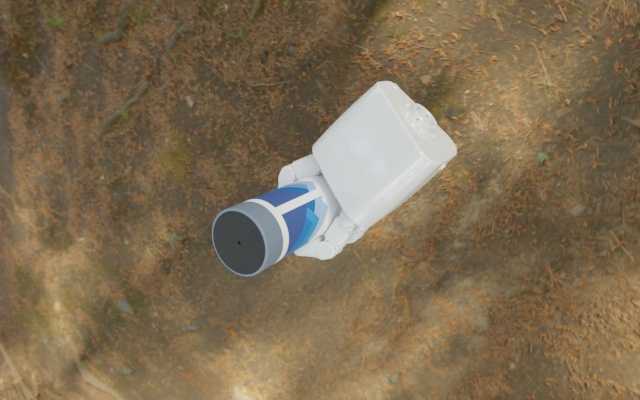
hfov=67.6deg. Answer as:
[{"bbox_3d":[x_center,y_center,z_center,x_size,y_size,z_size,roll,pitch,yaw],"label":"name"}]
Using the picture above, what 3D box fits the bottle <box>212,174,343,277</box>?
[{"bbox_3d":[0.000,0.002,0.558,0.069,0.069,0.295,0,15,32],"label":"bottle"}]
